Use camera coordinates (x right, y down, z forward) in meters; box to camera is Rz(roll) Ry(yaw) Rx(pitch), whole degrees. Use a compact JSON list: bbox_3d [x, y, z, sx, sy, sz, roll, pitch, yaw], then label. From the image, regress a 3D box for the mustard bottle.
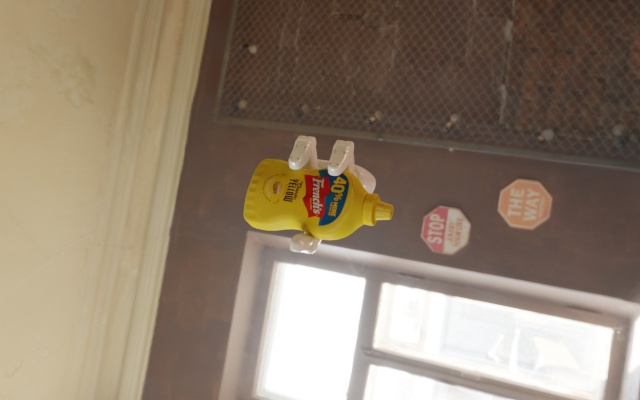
[{"bbox_3d":[0.000,0.002,0.629,0.191,0.096,0.058,9,-23,19],"label":"mustard bottle"}]
